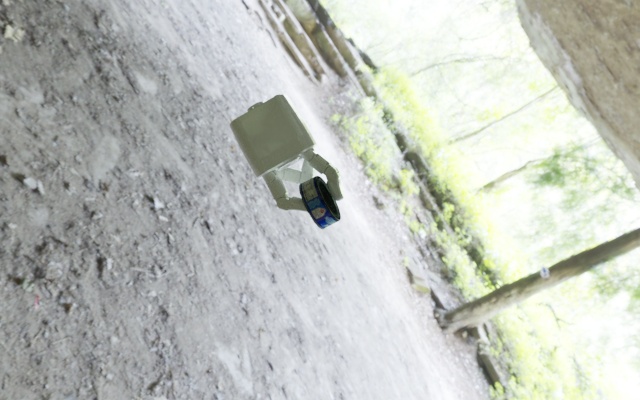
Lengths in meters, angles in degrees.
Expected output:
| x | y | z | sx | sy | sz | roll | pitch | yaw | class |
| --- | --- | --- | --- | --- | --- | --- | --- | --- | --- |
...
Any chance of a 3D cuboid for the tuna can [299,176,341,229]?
| x | y | z | sx | sy | sz | roll | pitch | yaw | class |
| --- | --- | --- | --- | --- | --- | --- | --- | --- | --- |
| 0.001 | 0.002 | 0.793 | 0.034 | 0.086 | 0.086 | -27 | -7 | 13 | tuna can |
